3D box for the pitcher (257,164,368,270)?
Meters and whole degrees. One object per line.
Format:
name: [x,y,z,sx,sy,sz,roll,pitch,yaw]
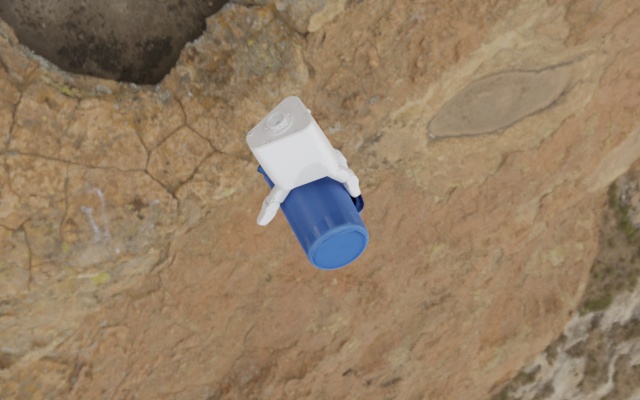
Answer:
pitcher: [0.000,0.003,0.862,0.149,0.242,0.145,-30,-42,2]
